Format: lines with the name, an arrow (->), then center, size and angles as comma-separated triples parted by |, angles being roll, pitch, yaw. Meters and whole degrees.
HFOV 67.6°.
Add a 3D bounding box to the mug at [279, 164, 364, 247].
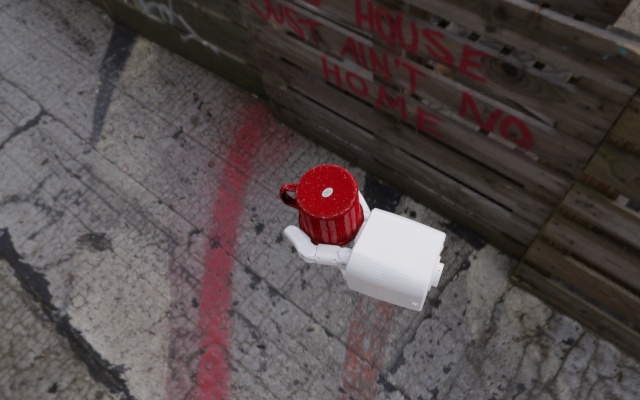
mug -> -0.001, 0.002, 0.638 | 0.117, 0.093, 0.081 | 17, -25, 15
